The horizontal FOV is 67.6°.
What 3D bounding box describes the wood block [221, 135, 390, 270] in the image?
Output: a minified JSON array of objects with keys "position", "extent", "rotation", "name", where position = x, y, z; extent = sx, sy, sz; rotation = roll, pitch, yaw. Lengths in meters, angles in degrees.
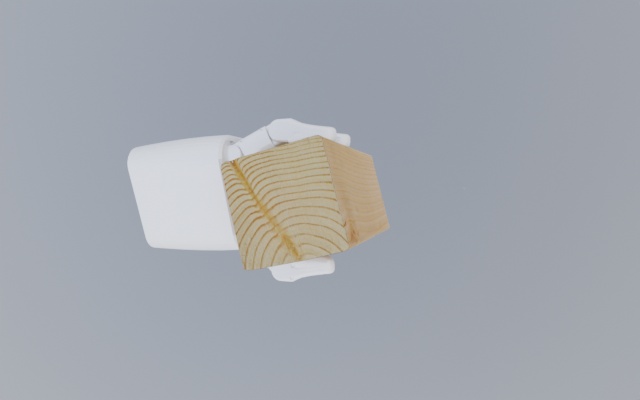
[{"position":[0.000,0.002,0.462],"extent":[0.090,0.091,0.206],"rotation":[-14,-3,16],"name":"wood block"}]
